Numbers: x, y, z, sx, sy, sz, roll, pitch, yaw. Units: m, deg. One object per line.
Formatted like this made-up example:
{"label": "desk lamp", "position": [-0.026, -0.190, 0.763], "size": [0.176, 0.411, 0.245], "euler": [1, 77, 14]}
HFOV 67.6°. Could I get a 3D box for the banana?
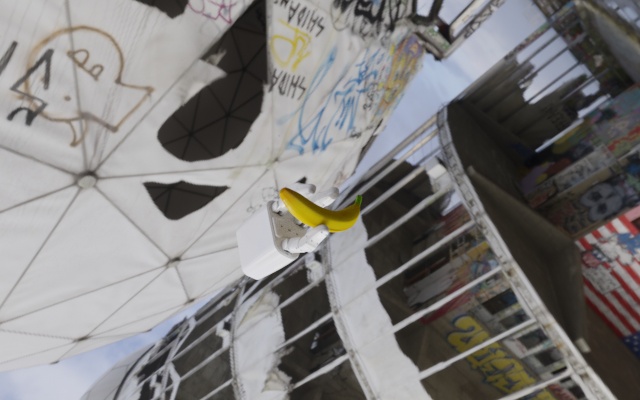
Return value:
{"label": "banana", "position": [0.007, 0.020, 0.814], "size": [0.037, 0.069, 0.198], "euler": [-29, -23, 37]}
